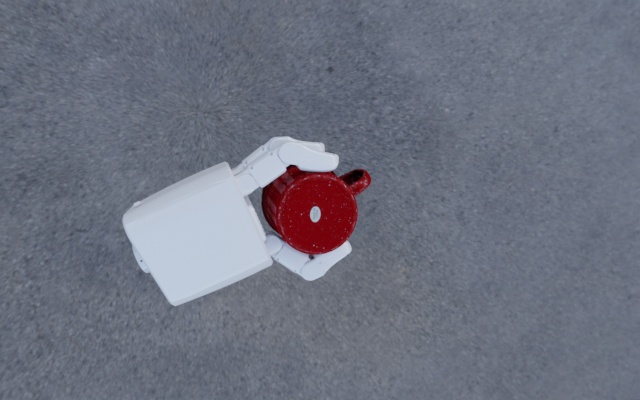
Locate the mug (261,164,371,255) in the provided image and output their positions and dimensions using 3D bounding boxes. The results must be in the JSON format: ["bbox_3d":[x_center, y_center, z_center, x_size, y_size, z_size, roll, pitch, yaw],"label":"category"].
[{"bbox_3d":[0.001,0.001,0.493,0.117,0.093,0.081,-27,15,-7],"label":"mug"}]
